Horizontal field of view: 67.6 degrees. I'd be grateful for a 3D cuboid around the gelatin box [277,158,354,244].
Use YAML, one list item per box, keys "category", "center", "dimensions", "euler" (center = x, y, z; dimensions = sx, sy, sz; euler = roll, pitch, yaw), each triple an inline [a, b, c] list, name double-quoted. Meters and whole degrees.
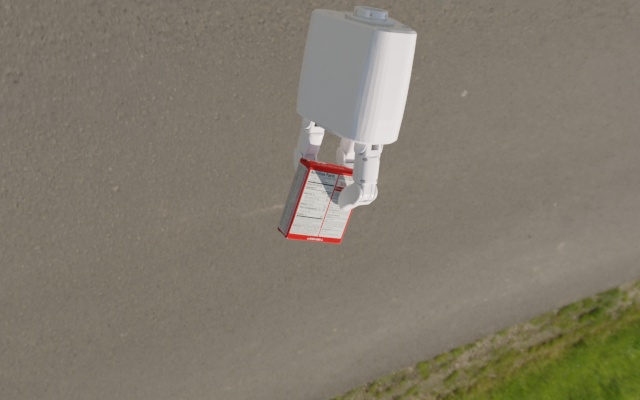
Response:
- category: "gelatin box"
  center: [0.000, 0.002, 0.537]
  dimensions: [0.073, 0.089, 0.030]
  euler: [8, 19, -32]
